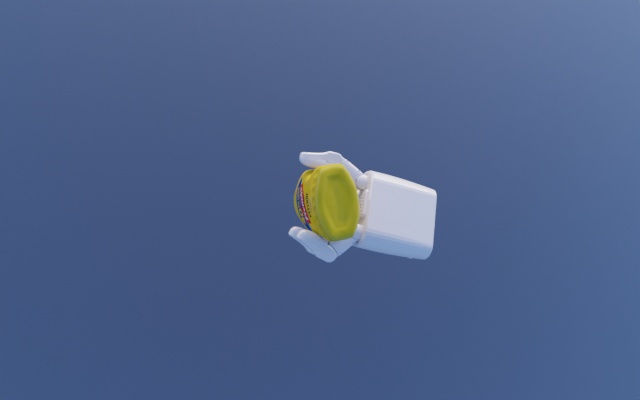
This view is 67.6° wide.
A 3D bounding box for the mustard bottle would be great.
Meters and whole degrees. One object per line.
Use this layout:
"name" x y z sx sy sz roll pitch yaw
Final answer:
"mustard bottle" 0.000 0.002 0.677 0.058 0.096 0.191 -11 3 -13
